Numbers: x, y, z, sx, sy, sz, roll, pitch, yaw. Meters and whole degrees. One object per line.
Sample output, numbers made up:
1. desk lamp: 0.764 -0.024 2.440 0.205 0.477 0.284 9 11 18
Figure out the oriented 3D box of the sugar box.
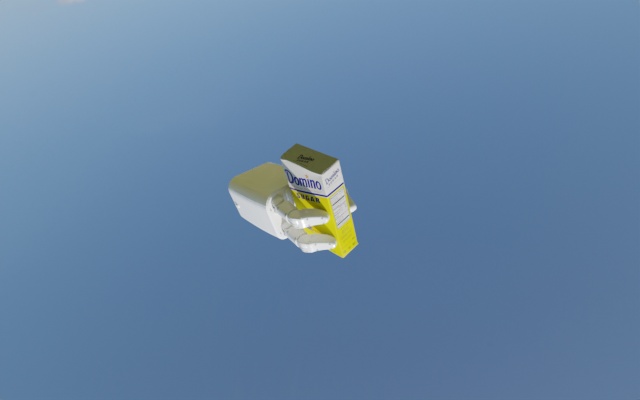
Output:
1. sugar box: 0.000 0.003 0.749 0.093 0.176 0.048 25 57 39
